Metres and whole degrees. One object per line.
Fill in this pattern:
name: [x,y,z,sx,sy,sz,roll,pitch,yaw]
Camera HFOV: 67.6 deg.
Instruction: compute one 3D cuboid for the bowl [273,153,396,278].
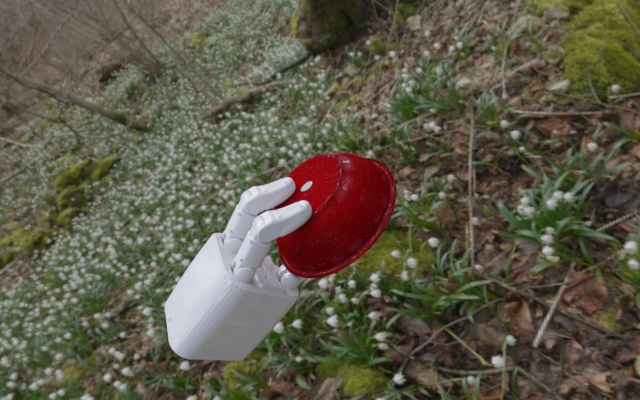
bowl: [0.001,0.000,0.524,0.162,0.162,0.055,0,-35,46]
